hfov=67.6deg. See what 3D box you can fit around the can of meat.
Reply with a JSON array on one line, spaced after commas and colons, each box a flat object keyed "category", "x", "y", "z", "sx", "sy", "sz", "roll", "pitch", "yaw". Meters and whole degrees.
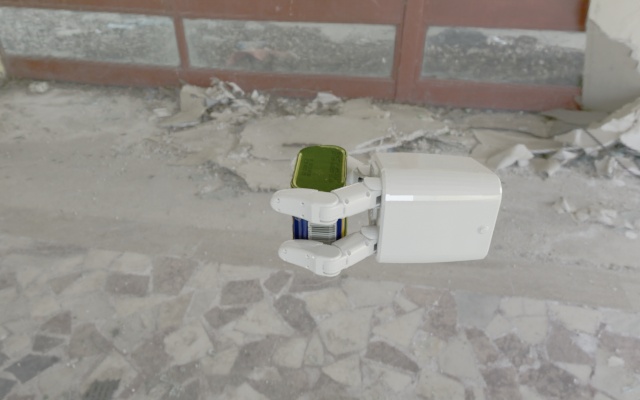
[{"category": "can of meat", "x": 0.000, "y": 0.001, "z": 0.485, "sx": 0.057, "sy": 0.084, "sz": 0.102, "roll": 2, "pitch": 33, "yaw": 3}]
